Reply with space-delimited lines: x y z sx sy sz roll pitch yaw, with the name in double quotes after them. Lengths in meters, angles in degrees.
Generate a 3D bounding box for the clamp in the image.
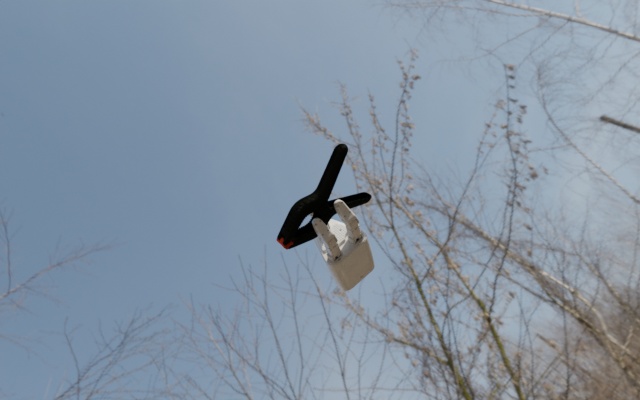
-0.001 0.003 0.881 0.210 0.165 0.036 -39 46 -15 "clamp"
